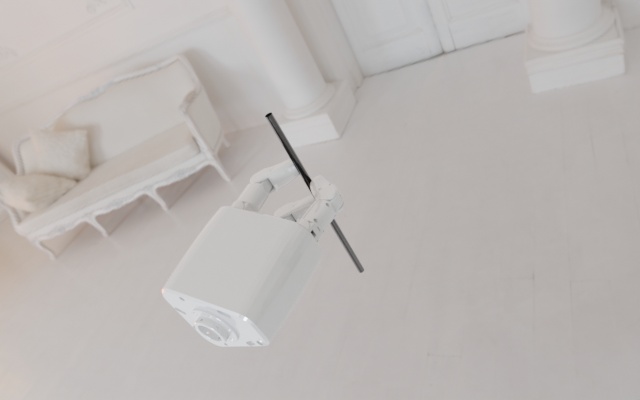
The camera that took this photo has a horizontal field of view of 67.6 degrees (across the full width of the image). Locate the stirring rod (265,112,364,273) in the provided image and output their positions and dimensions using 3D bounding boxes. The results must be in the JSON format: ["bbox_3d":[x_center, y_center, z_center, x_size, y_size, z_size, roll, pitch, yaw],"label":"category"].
[{"bbox_3d":[0.000,0.002,0.540,0.011,0.240,0.011,-21,34,15],"label":"stirring rod"}]
